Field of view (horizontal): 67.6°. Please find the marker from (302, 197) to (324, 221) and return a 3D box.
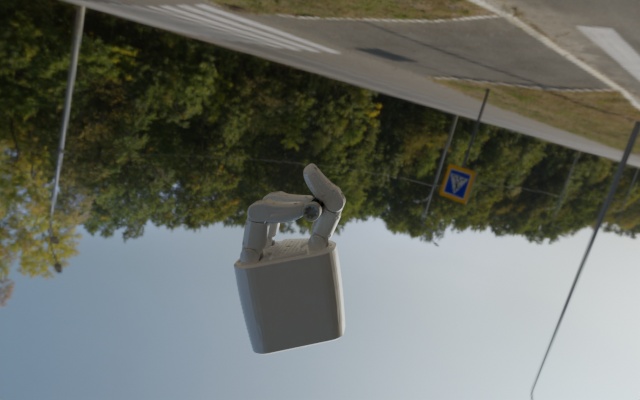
[{"bbox_3d":[0.000,0.002,0.551,0.020,0.020,0.121,0,10,10],"label":"marker"}]
